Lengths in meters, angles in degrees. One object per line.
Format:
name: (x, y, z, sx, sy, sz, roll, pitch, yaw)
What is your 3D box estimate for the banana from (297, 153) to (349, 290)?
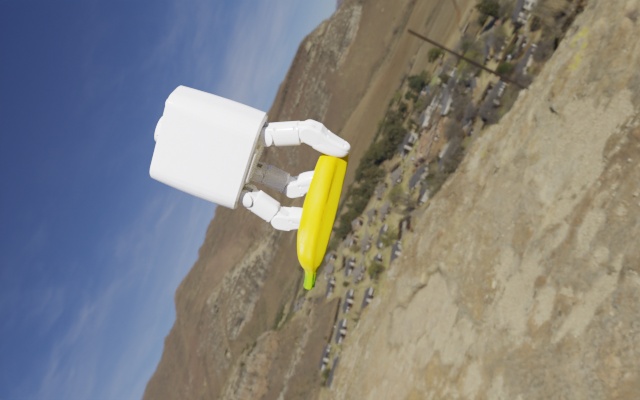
banana: (0.003, -0.004, 0.539, 0.037, 0.197, 0.070, 16, -29, -2)
